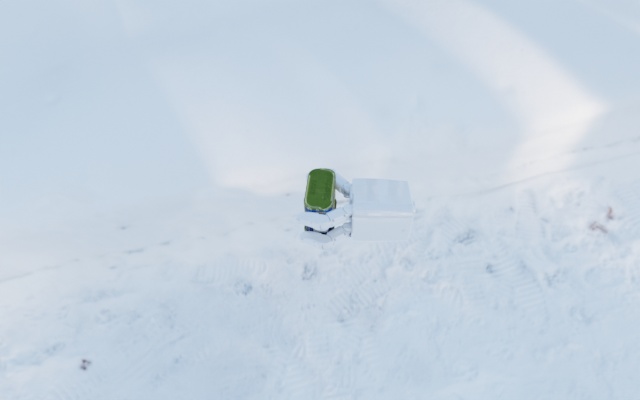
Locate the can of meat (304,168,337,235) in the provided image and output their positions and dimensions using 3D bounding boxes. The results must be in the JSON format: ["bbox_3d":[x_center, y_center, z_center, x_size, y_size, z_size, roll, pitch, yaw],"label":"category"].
[{"bbox_3d":[0.000,0.003,0.880,0.057,0.102,0.084,4,-38,4],"label":"can of meat"}]
